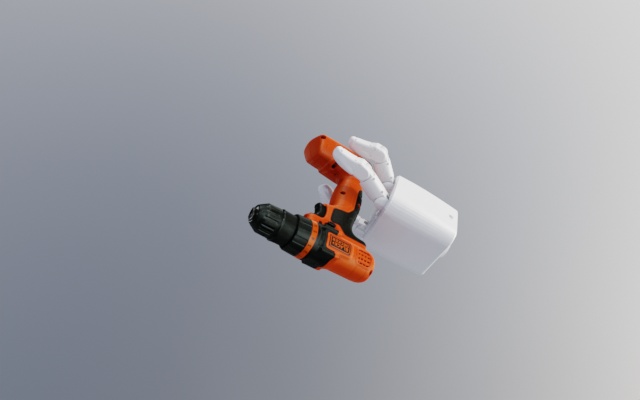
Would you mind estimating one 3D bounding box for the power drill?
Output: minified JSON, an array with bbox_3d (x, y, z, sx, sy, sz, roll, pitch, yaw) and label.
[{"bbox_3d":[0.000,0.002,0.653,0.184,0.187,0.057,30,-39,-24],"label":"power drill"}]
